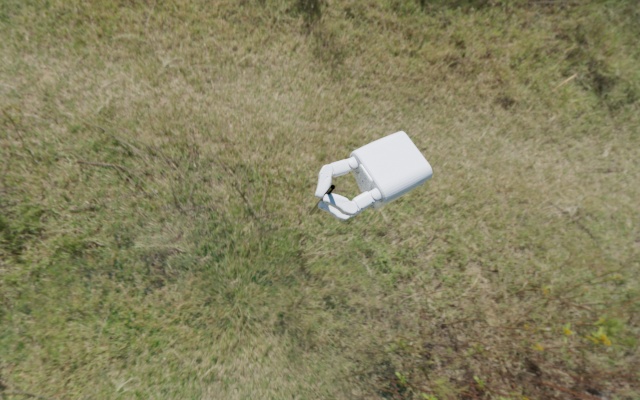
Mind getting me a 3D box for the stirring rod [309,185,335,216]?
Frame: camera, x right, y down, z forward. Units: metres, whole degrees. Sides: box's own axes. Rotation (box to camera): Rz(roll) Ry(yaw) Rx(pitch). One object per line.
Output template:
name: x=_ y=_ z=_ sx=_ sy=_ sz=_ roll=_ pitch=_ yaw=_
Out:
stirring rod: x=0.000 y=0.003 z=0.881 sx=0.011 sy=0.011 sz=0.239 roll=0 pitch=-12 yaw=-10
